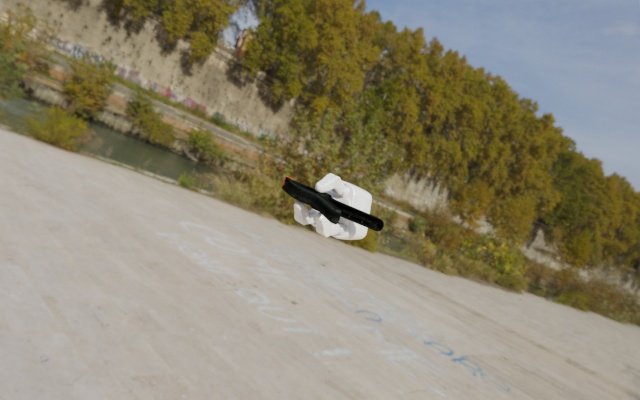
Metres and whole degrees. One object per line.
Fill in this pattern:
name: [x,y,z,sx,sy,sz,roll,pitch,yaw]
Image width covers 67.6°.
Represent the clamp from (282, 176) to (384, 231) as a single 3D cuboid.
clamp: [0.000,0.002,0.887,0.210,0.036,0.164,27,7,28]
